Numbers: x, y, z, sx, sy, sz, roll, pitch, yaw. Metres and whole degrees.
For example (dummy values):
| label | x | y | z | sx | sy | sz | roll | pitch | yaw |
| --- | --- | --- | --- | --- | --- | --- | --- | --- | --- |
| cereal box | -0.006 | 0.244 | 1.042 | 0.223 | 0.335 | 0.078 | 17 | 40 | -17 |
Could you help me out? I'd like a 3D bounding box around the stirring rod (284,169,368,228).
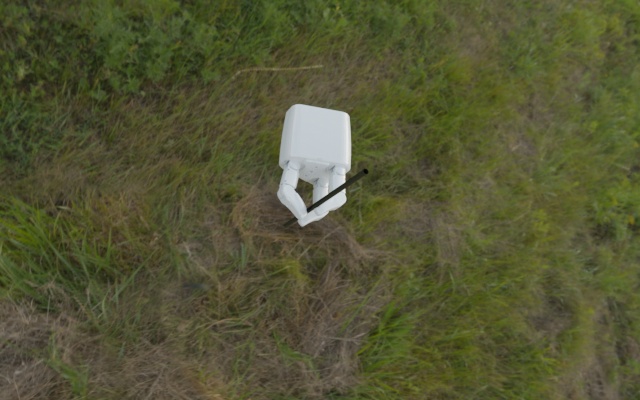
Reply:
| label | x | y | z | sx | sy | sz | roll | pitch | yaw |
| --- | --- | --- | --- | --- | --- | --- | --- | --- | --- |
| stirring rod | 0.000 | 0.002 | 0.728 | 0.011 | 0.011 | 0.239 | 0 | -20 | -32 |
